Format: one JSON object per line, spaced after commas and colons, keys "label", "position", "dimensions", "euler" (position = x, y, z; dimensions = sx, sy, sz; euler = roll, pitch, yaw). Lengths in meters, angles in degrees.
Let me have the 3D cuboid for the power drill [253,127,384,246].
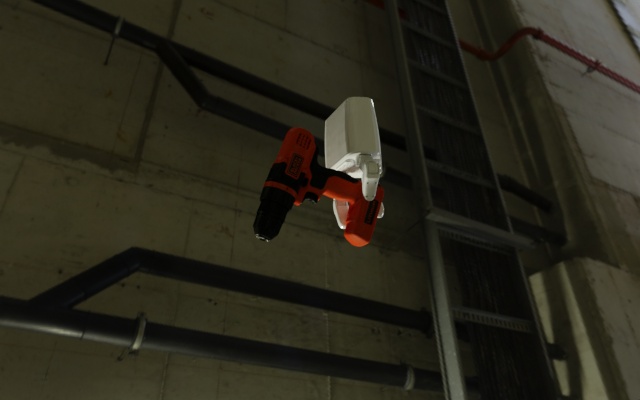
{"label": "power drill", "position": [0.001, 0.002, 0.740], "dimensions": [0.188, 0.184, 0.057], "euler": [27, -18, -24]}
